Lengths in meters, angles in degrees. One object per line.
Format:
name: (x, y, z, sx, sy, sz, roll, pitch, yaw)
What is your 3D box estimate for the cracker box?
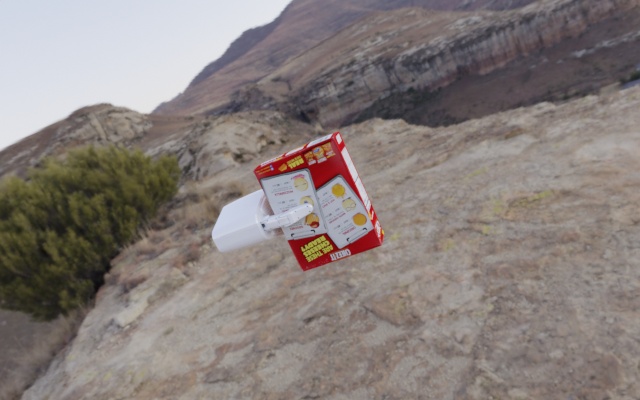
cracker box: (0.000, 0.003, 0.873, 0.164, 0.214, 0.072, -21, 14, 19)
